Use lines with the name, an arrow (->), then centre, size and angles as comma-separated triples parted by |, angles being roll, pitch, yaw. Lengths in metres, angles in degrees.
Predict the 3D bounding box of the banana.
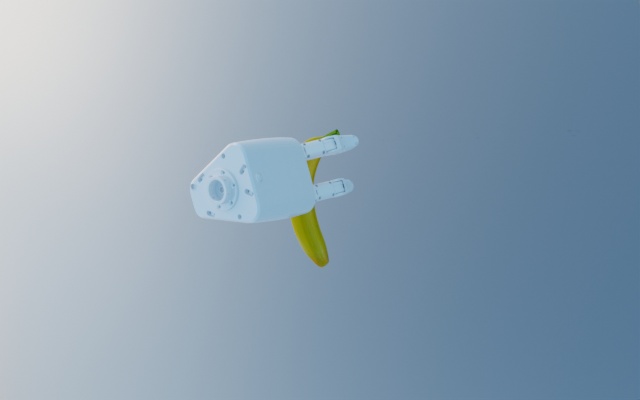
banana -> -0.016, -0.004, 0.681 | 0.069, 0.198, 0.037 | 10, 11, 30
